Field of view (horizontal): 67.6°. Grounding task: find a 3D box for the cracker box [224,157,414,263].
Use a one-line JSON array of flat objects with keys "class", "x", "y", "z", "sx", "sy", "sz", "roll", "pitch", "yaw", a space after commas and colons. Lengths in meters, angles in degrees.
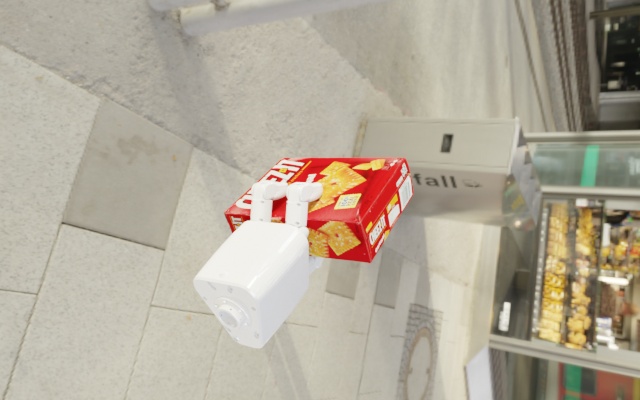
[{"class": "cracker box", "x": 0.000, "y": 0.002, "z": 0.666, "sx": 0.213, "sy": 0.072, "sz": 0.164, "roll": 3, "pitch": 34, "yaw": 31}]
